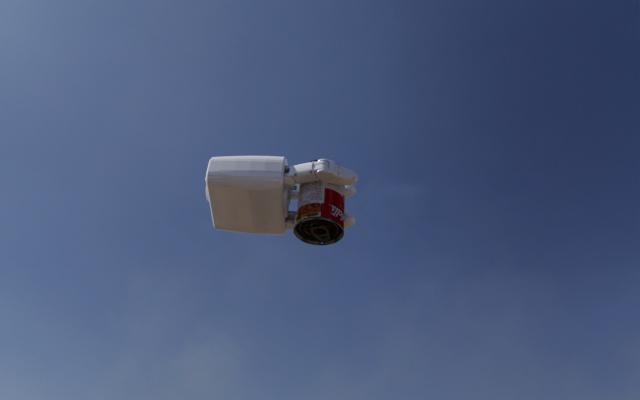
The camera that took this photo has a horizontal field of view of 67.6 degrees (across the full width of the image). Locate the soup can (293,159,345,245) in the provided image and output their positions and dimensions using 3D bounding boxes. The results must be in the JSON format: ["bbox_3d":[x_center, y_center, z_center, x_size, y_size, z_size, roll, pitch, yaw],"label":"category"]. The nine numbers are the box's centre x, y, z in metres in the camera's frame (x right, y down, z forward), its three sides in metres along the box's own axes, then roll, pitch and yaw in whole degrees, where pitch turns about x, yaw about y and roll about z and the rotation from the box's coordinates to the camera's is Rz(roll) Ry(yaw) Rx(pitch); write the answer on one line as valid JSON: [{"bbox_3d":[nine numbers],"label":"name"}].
[{"bbox_3d":[0.001,0.002,0.667,0.068,0.102,0.069,2,-36,2],"label":"soup can"}]
